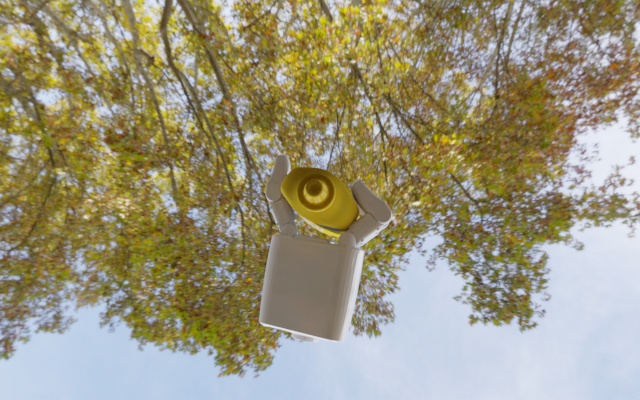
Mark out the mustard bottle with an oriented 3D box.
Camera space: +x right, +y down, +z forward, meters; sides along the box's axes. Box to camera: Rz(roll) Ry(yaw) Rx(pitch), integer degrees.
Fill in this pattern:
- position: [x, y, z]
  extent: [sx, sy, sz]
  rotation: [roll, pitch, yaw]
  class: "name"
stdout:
- position: [0.000, 0.002, 0.570]
  extent: [0.096, 0.058, 0.191]
  rotation: [34, -4, 8]
  class: "mustard bottle"
